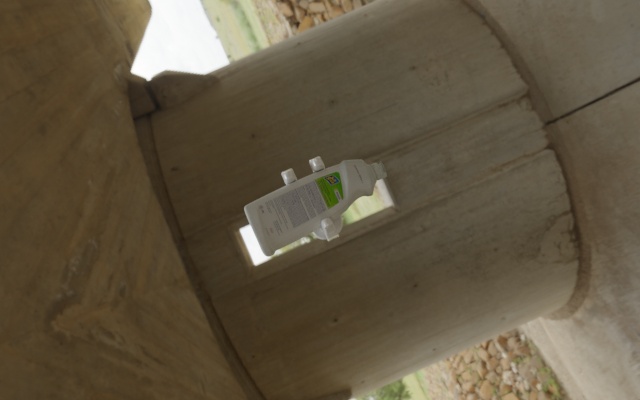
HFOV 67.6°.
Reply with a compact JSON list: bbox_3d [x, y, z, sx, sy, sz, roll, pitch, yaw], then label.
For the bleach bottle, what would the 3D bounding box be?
[{"bbox_3d":[0.000,0.003,0.837,0.251,0.102,0.068,-24,-5,-1],"label":"bleach bottle"}]
